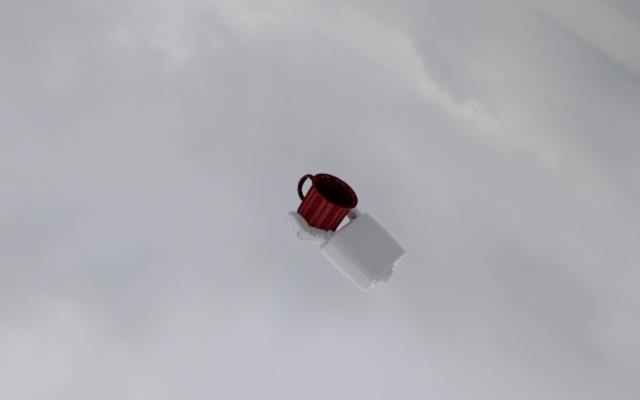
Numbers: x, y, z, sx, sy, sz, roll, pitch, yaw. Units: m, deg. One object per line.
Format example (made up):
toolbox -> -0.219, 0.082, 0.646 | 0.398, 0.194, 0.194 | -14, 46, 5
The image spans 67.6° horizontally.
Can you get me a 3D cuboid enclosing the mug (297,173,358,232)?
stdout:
mug -> -0.001, 0.002, 0.871 | 0.117, 0.081, 0.093 | 44, 34, 18
